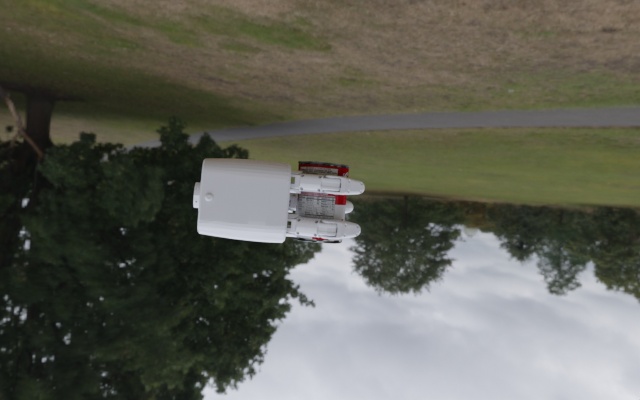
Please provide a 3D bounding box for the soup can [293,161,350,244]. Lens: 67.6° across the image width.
[{"bbox_3d":[0.001,0.002,0.628,0.068,0.102,0.068,5,1,0],"label":"soup can"}]
